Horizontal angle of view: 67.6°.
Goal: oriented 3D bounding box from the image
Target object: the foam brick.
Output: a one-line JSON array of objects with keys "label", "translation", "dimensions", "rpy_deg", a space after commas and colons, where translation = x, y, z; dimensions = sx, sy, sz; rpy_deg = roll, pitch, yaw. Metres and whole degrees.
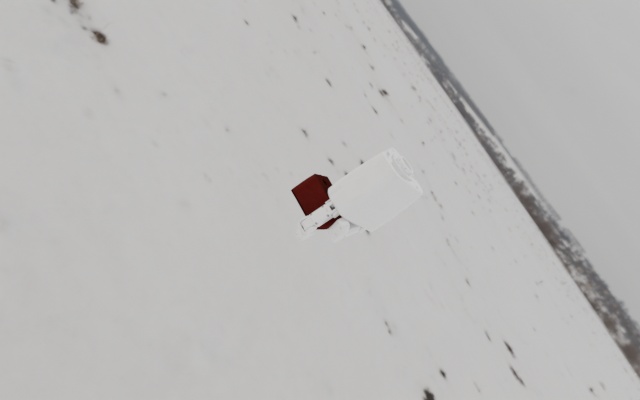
[{"label": "foam brick", "translation": [0.000, 0.002, 0.777], "dimensions": [0.051, 0.078, 0.053], "rpy_deg": [-37, -18, 20]}]
